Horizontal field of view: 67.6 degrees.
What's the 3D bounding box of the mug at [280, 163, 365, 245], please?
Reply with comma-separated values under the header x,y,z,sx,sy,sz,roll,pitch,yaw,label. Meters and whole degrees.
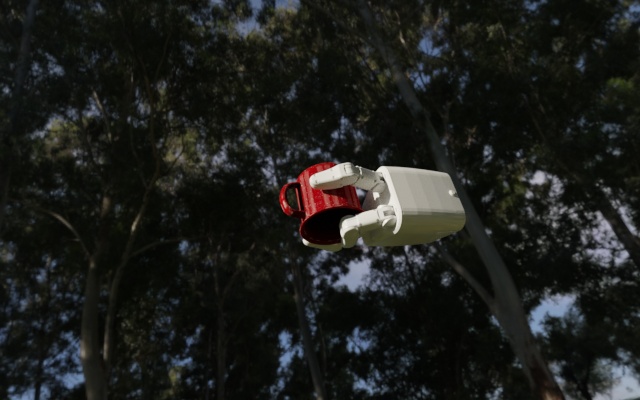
x,y,z,sx,sy,sz,roll,pitch,yaw,label
-0.001,0.002,0.652,0.117,0.081,0.093,4,-38,-23,mug
